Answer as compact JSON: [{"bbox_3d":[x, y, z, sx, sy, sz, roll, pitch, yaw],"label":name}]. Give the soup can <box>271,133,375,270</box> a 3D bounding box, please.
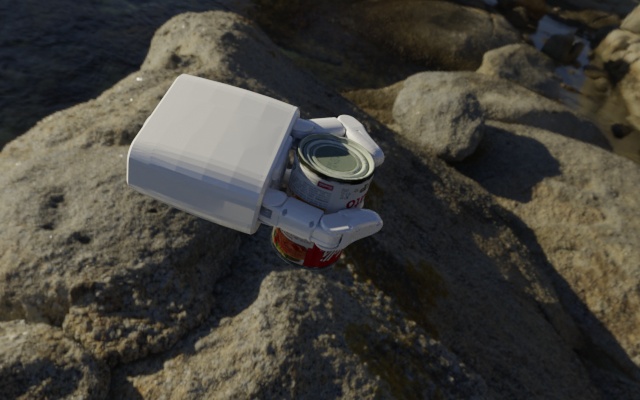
[{"bbox_3d":[0.001,0.001,0.412,0.068,0.102,0.068,12,38,-9],"label":"soup can"}]
